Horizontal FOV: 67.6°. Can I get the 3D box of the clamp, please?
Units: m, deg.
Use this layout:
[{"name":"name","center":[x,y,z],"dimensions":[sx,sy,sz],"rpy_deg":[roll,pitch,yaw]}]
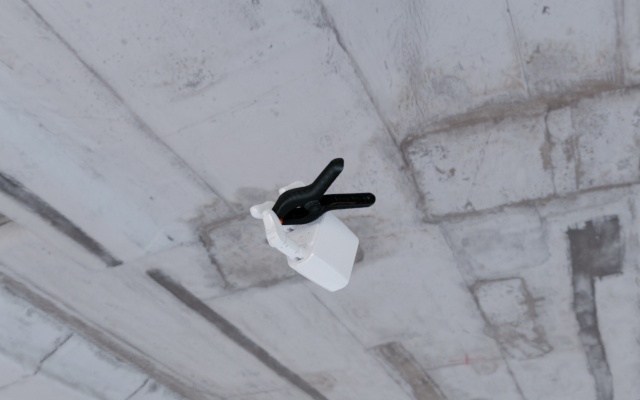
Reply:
[{"name":"clamp","center":[0.000,0.003,0.760],"dimensions":[0.171,0.039,0.120],"rpy_deg":[-28,-49,30]}]
